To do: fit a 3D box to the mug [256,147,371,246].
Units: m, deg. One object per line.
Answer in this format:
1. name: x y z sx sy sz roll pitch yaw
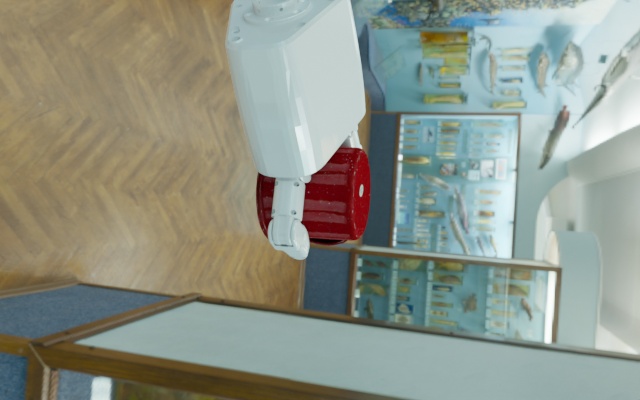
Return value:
1. mug: 0.000 0.003 0.434 0.081 0.117 0.093 3 45 16
